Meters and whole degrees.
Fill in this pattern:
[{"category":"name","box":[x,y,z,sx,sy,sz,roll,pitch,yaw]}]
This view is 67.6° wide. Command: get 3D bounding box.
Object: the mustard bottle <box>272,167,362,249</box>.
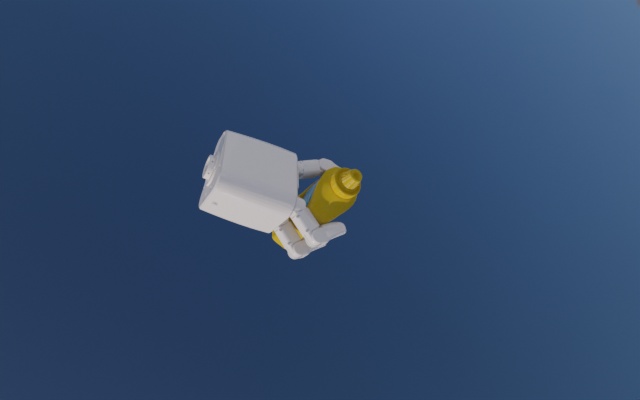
[{"category":"mustard bottle","box":[0.000,0.003,0.684,0.058,0.096,0.192,41,-36,-8]}]
